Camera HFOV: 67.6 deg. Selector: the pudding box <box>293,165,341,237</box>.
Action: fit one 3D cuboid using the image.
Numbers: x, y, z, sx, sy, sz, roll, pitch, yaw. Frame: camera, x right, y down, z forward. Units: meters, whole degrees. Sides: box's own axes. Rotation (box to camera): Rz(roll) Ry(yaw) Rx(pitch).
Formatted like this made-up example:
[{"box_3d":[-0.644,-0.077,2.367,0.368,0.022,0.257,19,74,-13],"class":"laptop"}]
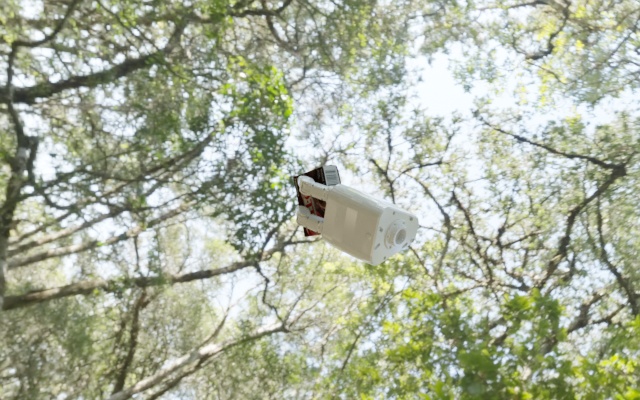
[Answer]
[{"box_3d":[0.000,0.003,0.824,0.039,0.113,0.090,-6,-6,-39],"class":"pudding box"}]
